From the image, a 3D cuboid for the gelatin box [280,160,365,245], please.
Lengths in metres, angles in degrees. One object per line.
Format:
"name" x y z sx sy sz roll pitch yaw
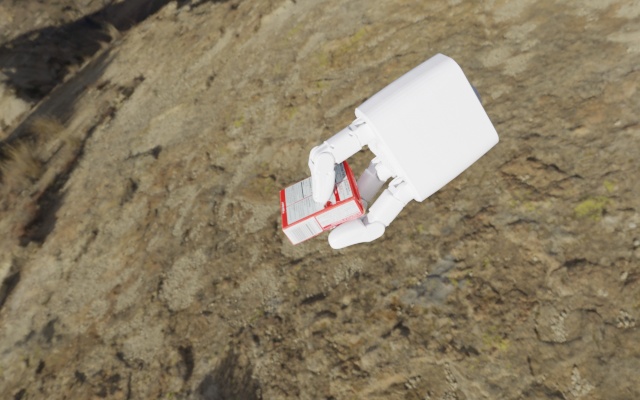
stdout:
"gelatin box" 0.000 0.002 0.534 0.089 0.030 0.073 -24 36 10
